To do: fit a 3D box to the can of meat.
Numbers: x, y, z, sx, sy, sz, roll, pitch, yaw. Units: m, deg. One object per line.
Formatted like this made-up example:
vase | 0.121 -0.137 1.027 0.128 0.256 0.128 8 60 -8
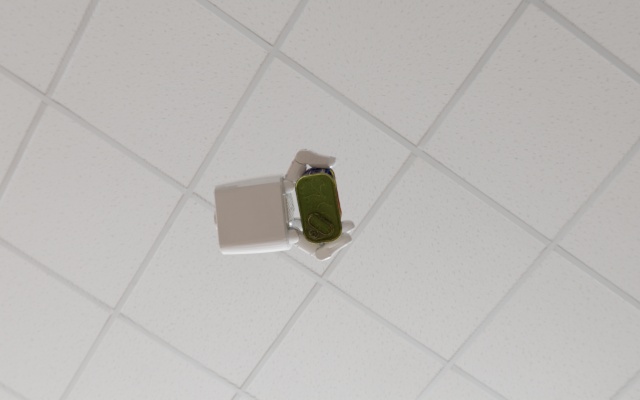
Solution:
can of meat | 0.000 0.002 0.713 0.057 0.102 0.084 -9 13 6
